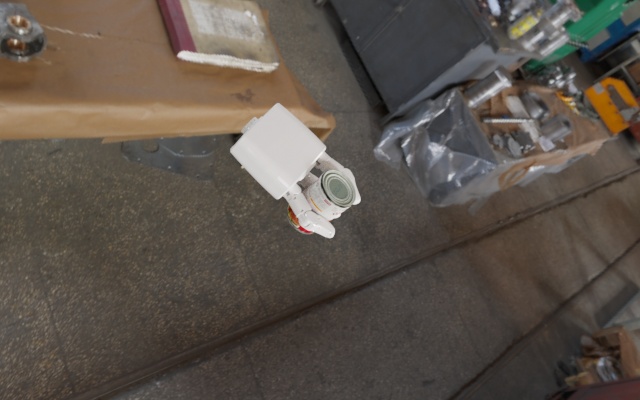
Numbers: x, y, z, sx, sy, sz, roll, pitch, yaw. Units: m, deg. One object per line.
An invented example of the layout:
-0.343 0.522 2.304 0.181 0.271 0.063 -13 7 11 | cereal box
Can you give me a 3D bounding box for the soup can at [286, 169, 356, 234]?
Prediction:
0.001 0.003 0.764 0.068 0.068 0.102 0 -27 -40 | soup can
